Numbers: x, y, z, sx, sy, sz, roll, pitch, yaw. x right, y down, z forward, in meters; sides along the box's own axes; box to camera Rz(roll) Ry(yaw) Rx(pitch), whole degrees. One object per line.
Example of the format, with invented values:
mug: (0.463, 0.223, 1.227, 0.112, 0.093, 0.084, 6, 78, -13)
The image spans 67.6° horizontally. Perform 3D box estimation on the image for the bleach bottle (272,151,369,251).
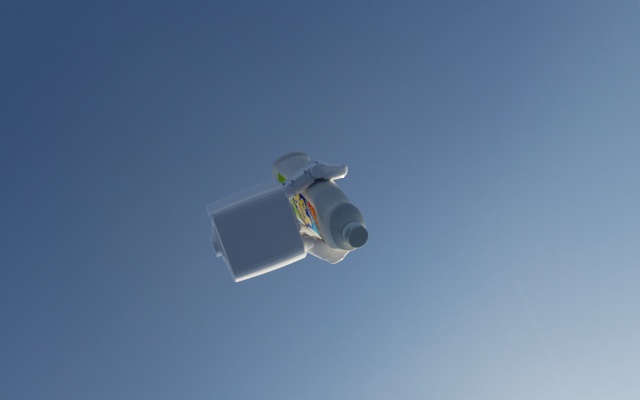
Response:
bleach bottle: (0.000, 0.002, 0.702, 0.068, 0.103, 0.250, -20, 23, -16)
